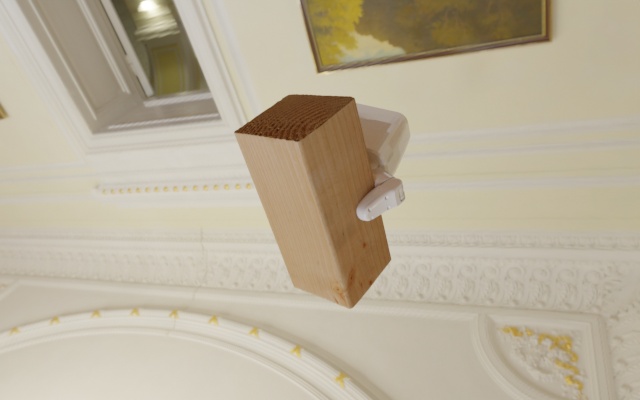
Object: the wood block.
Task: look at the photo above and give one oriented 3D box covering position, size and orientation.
[{"bbox_3d":[0.001,0.002,0.509,0.091,0.206,0.090,12,42,39],"label":"wood block"}]
